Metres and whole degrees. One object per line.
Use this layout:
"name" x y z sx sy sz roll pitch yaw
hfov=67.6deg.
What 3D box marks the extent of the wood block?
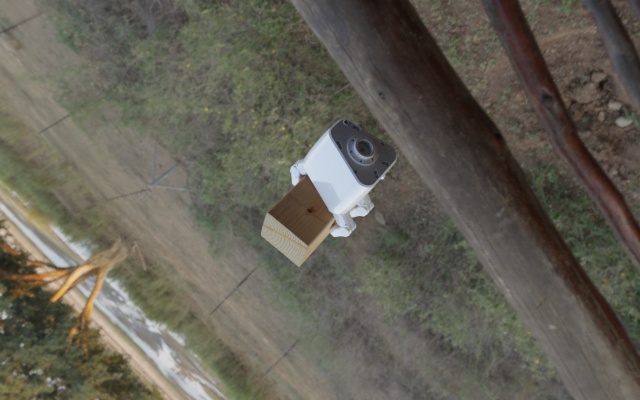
"wood block" 0.000 0.002 0.843 0.206 0.091 0.090 -46 -11 -31
